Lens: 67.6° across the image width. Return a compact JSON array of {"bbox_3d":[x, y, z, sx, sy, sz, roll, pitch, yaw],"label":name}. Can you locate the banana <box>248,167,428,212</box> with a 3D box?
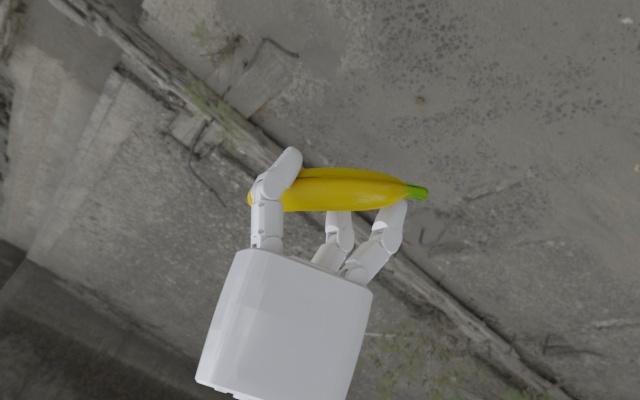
[{"bbox_3d":[-0.007,-0.005,0.444,0.198,0.037,0.070,0,-20,33],"label":"banana"}]
